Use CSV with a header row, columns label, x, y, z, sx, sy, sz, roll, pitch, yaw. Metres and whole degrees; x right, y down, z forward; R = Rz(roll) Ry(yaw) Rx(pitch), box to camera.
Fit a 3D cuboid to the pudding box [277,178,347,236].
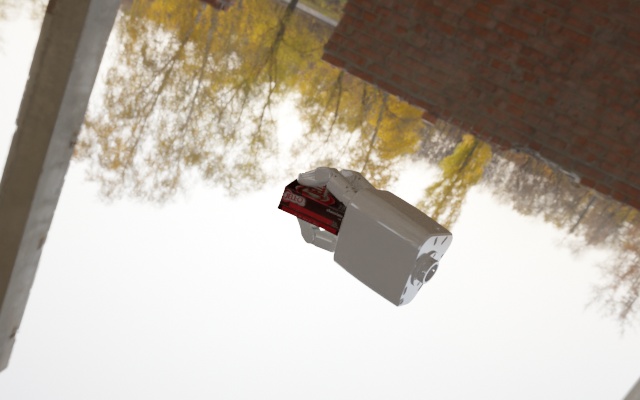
label,x,y,z,sx,sy,sz,roll,pitch,yaw
pudding box,0.000,0.002,0.653,0.090,0.039,0.113,25,14,5
